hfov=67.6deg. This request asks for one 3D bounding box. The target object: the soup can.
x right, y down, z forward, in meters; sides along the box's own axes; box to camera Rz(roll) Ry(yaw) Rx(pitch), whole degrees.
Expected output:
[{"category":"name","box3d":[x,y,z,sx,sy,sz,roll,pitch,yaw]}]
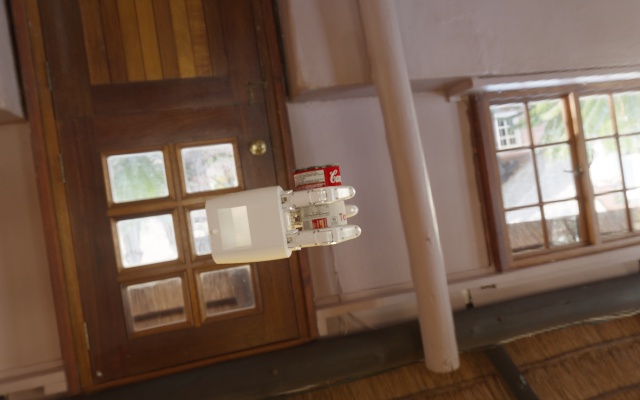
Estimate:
[{"category":"soup can","box3d":[0.001,0.002,0.687,0.068,0.102,0.068,-8,0,0]}]
